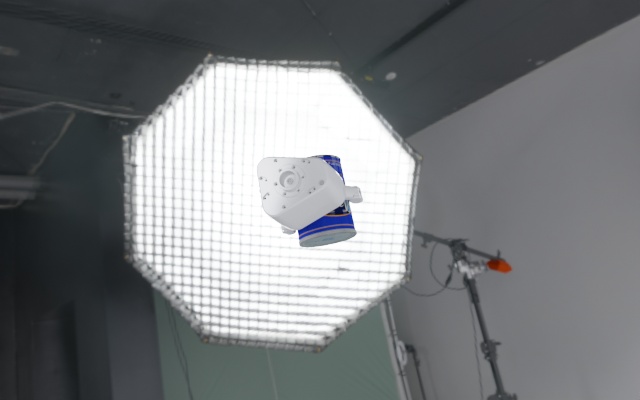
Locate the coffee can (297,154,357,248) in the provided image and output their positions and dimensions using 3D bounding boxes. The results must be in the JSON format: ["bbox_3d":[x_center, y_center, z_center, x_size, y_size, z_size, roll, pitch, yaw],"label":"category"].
[{"bbox_3d":[0.000,0.003,0.841,0.103,0.140,0.103,-11,-15,-3],"label":"coffee can"}]
